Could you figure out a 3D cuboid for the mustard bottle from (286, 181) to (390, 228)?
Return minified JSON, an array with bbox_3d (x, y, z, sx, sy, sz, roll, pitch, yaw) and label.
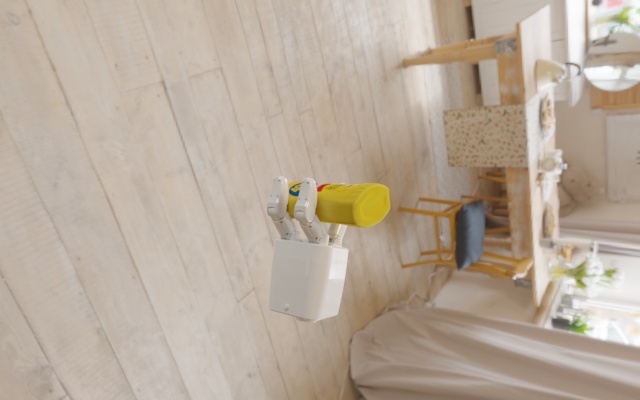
[{"bbox_3d":[0.000,0.002,0.713,0.191,0.058,0.096,4,18,38],"label":"mustard bottle"}]
